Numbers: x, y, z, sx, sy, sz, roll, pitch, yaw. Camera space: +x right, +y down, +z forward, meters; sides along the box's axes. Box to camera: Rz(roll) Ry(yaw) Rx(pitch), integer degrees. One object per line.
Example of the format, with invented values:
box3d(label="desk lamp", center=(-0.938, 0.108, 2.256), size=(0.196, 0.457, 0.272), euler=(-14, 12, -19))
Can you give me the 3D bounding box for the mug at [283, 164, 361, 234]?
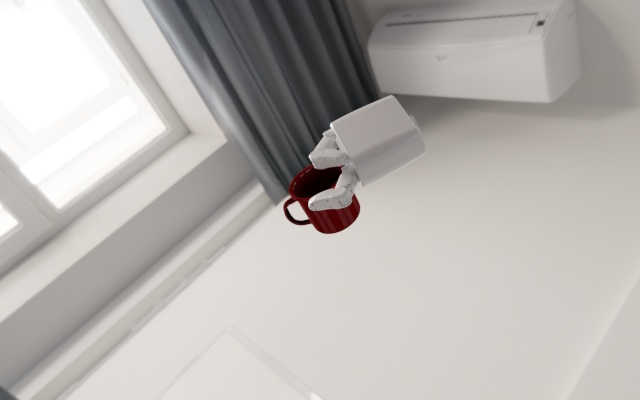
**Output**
box3d(label="mug", center=(-0.001, 0.003, 0.732), size=(0.117, 0.081, 0.093), euler=(-26, 33, 5))
